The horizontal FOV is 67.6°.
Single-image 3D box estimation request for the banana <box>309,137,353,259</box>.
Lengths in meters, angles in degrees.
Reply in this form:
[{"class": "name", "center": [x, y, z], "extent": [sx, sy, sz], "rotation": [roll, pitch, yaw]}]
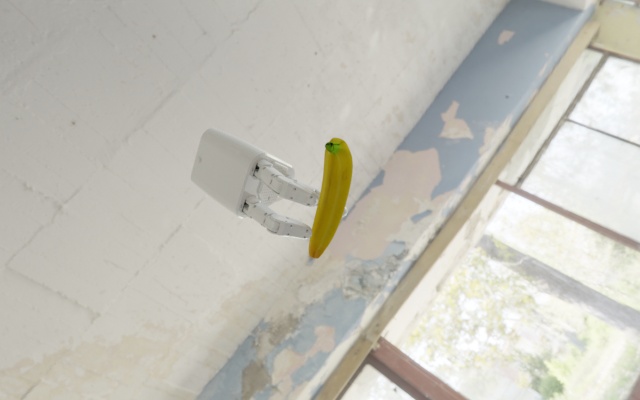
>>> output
[{"class": "banana", "center": [0.012, -0.009, 0.629], "extent": [0.037, 0.198, 0.069], "rotation": [29, 45, 25]}]
